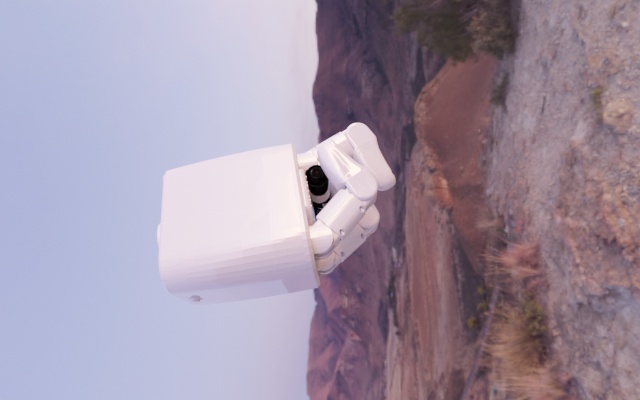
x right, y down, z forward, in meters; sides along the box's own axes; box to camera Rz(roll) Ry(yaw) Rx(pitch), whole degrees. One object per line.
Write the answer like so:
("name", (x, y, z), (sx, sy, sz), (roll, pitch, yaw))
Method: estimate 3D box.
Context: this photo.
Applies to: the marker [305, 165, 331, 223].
("marker", (0.000, 0.001, 0.412), (0.020, 0.020, 0.121), (0, -21, 3))
